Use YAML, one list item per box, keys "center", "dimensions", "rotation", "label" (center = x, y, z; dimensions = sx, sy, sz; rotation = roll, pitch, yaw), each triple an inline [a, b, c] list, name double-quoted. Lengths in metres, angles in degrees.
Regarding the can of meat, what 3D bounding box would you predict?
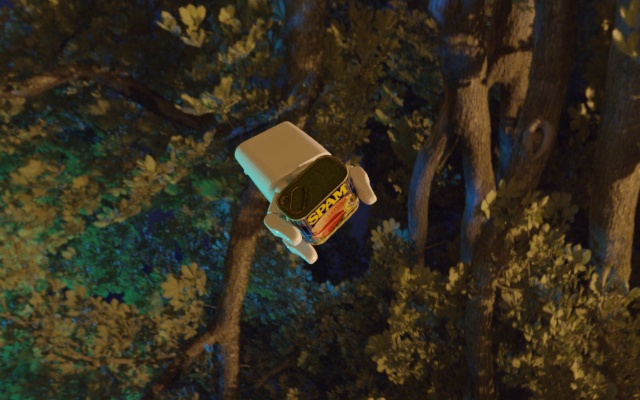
- center: [0.000, 0.002, 0.652]
  dimensions: [0.057, 0.102, 0.084]
  rotation: [40, -11, 34]
  label: "can of meat"
